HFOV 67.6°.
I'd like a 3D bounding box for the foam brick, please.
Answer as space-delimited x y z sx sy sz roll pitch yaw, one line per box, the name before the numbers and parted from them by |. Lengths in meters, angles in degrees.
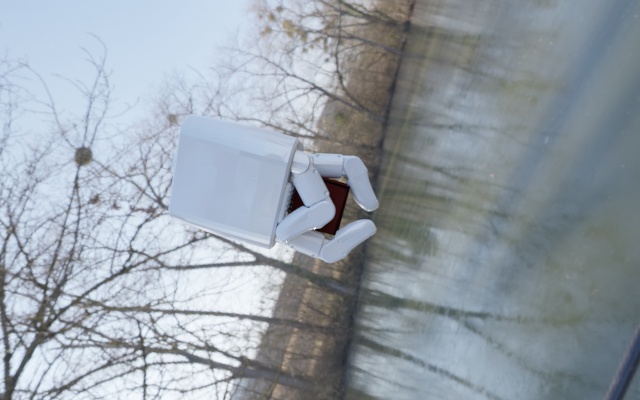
foam brick | 0.000 0.002 0.504 0.051 0.053 0.078 15 3 2
